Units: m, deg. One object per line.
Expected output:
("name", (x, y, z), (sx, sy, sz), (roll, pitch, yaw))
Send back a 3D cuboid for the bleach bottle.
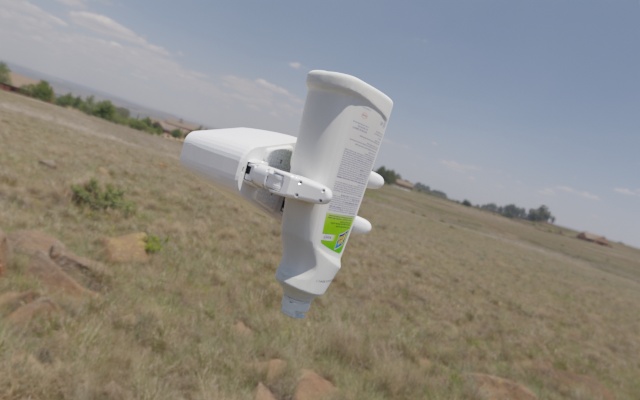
("bleach bottle", (0.000, 0.002, 0.502), (0.068, 0.251, 0.102), (19, 5, 37))
